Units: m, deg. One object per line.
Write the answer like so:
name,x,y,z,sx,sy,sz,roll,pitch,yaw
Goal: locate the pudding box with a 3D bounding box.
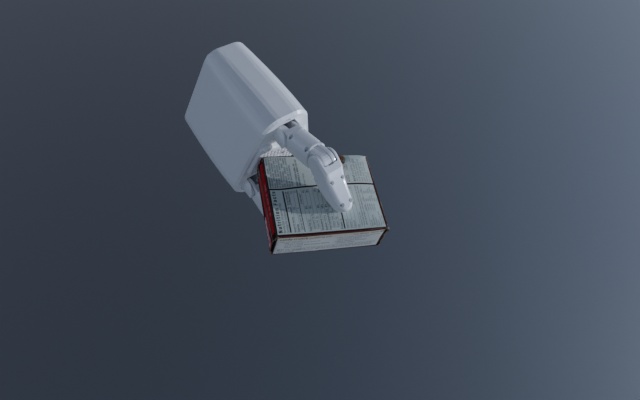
pudding box,0.000,0.001,0.462,0.113,0.090,0.039,-4,-30,-16
